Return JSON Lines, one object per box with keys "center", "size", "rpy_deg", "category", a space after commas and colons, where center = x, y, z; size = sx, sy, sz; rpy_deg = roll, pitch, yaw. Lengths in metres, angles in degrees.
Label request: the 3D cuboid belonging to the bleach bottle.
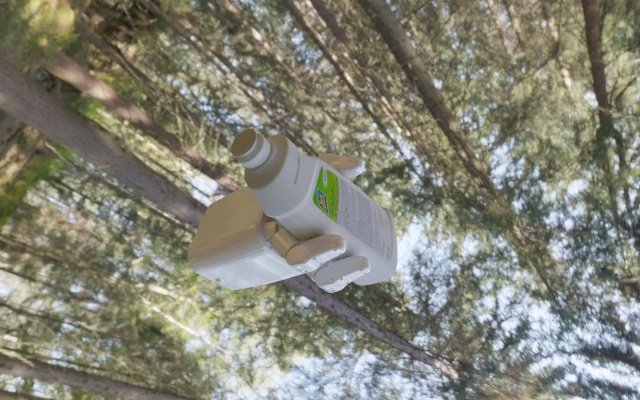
{"center": [0.000, 0.002, 0.500], "size": [0.068, 0.102, 0.251], "rpy_deg": [-20, -38, 25], "category": "bleach bottle"}
